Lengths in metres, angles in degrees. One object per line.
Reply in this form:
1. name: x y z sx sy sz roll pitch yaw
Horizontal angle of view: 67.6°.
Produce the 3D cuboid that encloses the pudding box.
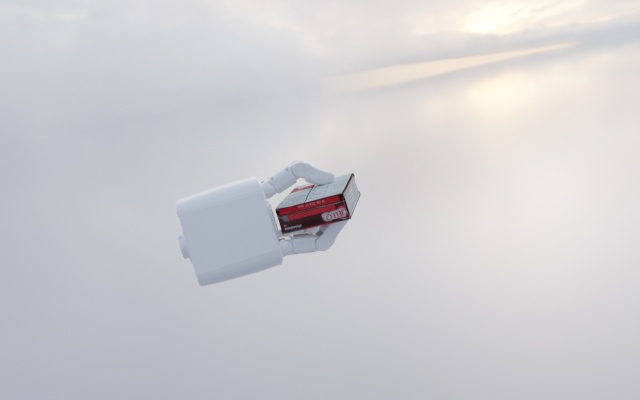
1. pudding box: 0.000 0.002 0.621 0.090 0.039 0.113 -12 15 14
